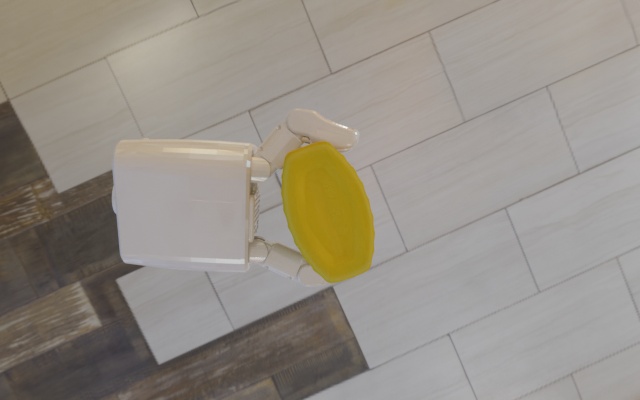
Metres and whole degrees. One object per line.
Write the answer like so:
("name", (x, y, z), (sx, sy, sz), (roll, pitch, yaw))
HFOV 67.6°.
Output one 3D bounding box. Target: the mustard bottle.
("mustard bottle", (0.000, 0.001, 0.409), (0.058, 0.096, 0.191), (-21, 6, -1))
